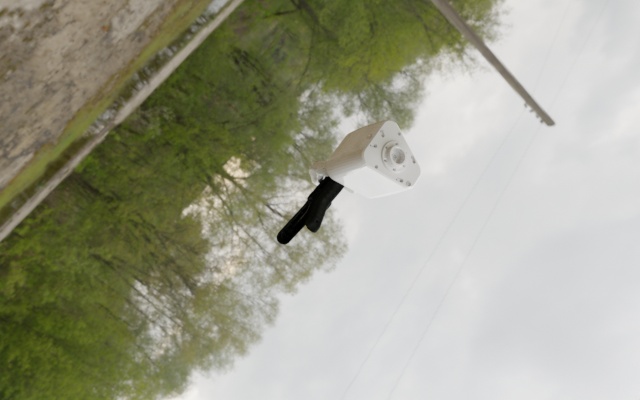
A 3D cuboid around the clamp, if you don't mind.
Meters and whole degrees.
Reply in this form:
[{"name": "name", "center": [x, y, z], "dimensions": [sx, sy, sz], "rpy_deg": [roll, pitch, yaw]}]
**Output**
[{"name": "clamp", "center": [0.001, 0.003, 0.799], "dimensions": [0.039, 0.171, 0.120], "rpy_deg": [44, -23, -19]}]
